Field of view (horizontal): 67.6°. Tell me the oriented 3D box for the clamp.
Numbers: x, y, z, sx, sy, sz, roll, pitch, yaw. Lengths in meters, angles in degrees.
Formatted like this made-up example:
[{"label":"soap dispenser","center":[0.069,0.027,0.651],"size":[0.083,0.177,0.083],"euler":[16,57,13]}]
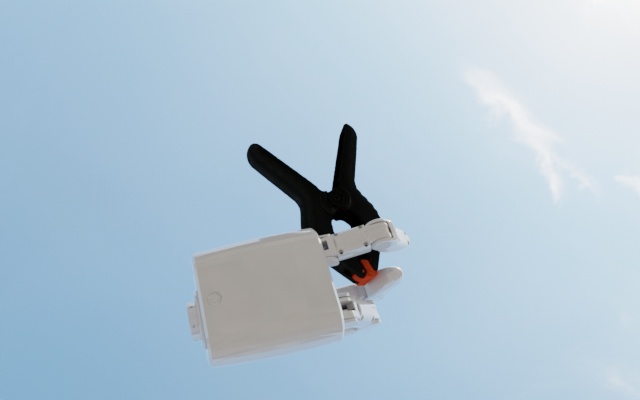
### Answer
[{"label":"clamp","center":[0.000,0.002,0.461],"size":[0.120,0.171,0.039],"euler":[-10,-26,-15]}]
